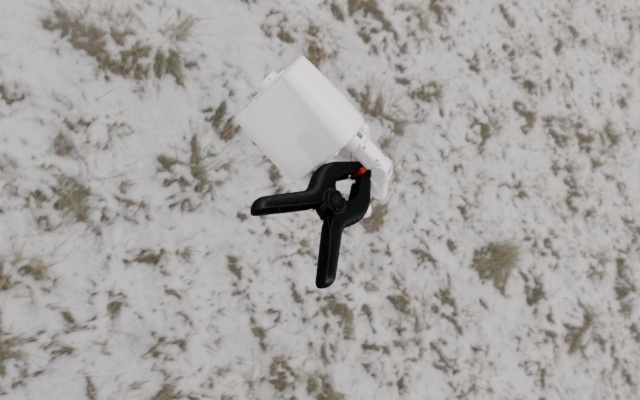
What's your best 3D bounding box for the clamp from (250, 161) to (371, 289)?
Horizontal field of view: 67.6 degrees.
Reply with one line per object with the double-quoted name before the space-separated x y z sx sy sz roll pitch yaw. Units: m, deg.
"clamp" 0.001 0.002 0.545 0.039 0.120 0.171 -27 24 47
